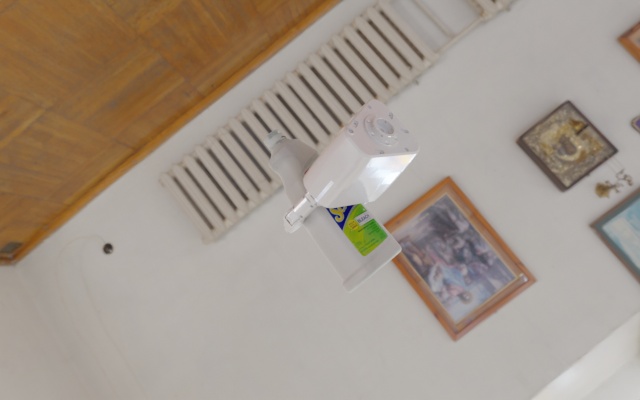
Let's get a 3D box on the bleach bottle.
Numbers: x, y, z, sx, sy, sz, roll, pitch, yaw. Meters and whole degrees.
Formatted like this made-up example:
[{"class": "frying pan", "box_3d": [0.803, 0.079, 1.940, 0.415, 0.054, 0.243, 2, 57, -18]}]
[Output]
[{"class": "bleach bottle", "box_3d": [0.000, 0.002, 0.682, 0.102, 0.251, 0.068, -30, -14, -43]}]
